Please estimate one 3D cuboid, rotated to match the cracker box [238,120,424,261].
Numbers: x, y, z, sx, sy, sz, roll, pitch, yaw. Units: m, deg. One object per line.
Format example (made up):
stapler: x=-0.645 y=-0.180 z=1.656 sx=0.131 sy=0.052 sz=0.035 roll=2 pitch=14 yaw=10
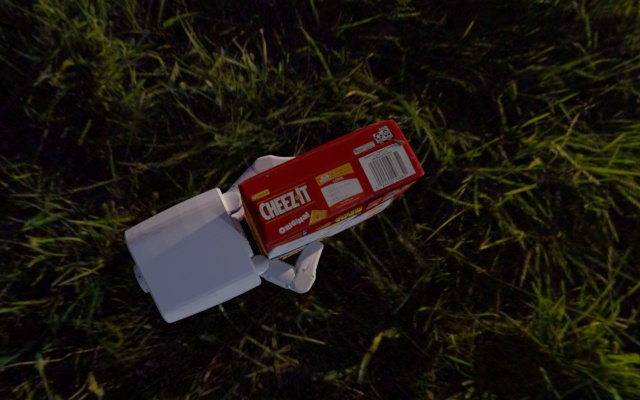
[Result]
cracker box: x=0.000 y=0.002 z=0.533 sx=0.164 sy=0.072 sz=0.214 roll=-25 pitch=-8 yaw=-10
